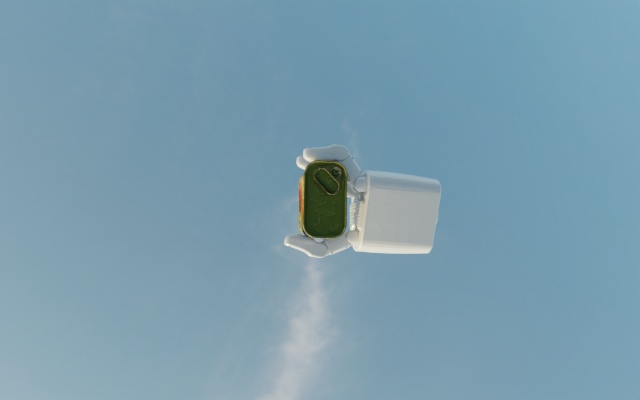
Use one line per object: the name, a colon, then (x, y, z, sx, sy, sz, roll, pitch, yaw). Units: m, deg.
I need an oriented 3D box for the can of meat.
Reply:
can of meat: (0.000, 0.002, 0.655, 0.057, 0.102, 0.084, 2, -5, -9)
